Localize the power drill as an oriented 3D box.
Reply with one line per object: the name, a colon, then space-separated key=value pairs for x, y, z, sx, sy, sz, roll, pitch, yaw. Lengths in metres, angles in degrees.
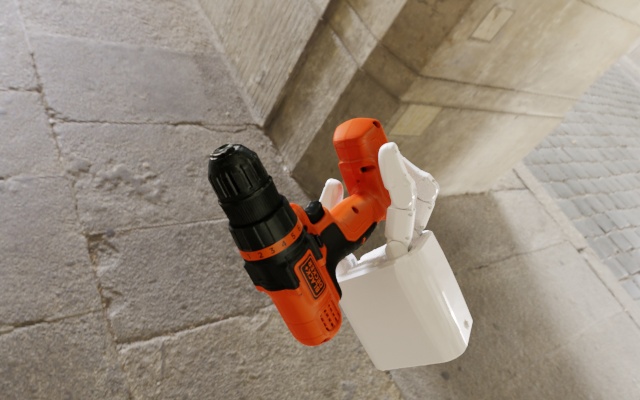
power drill: x=0.000 y=0.001 z=0.419 sx=0.057 sy=0.184 sz=0.187 roll=0 pitch=33 yaw=40
